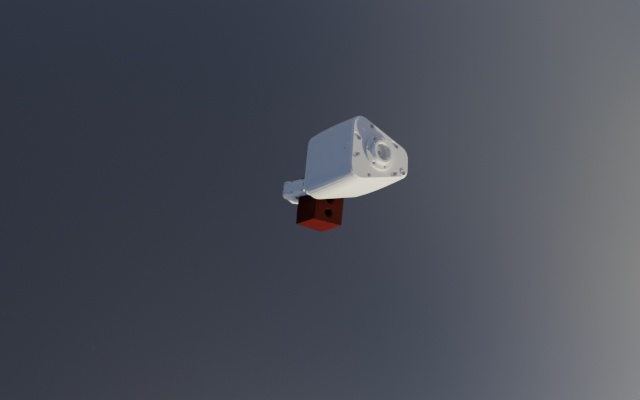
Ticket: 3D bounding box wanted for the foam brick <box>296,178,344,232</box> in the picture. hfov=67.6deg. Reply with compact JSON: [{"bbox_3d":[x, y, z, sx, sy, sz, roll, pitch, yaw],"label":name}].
[{"bbox_3d":[0.000,0.003,0.743,0.053,0.078,0.051,17,-20,-32],"label":"foam brick"}]
